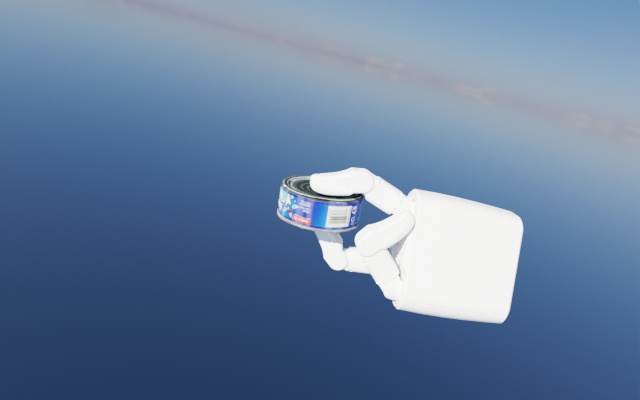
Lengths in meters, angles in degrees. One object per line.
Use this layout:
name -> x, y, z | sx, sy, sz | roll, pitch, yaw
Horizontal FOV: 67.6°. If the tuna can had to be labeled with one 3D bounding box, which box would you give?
tuna can -> 0.000, 0.001, 0.488 | 0.086, 0.034, 0.086 | 8, 17, -3
